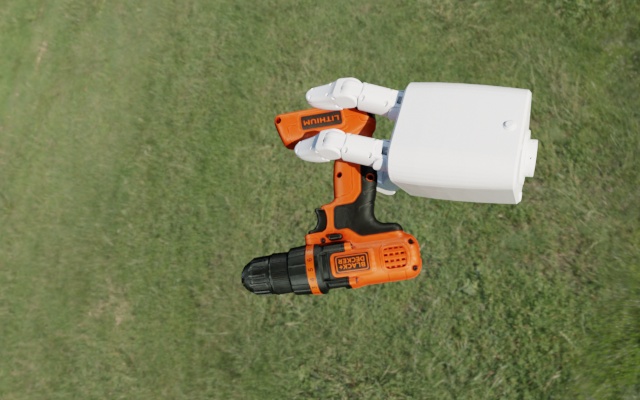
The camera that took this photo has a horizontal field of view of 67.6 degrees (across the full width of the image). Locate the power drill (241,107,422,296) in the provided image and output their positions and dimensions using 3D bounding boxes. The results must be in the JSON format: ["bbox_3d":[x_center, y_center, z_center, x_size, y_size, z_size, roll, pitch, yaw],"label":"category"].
[{"bbox_3d":[0.000,0.001,0.496,0.184,0.187,0.057,-8,-7,7],"label":"power drill"}]
